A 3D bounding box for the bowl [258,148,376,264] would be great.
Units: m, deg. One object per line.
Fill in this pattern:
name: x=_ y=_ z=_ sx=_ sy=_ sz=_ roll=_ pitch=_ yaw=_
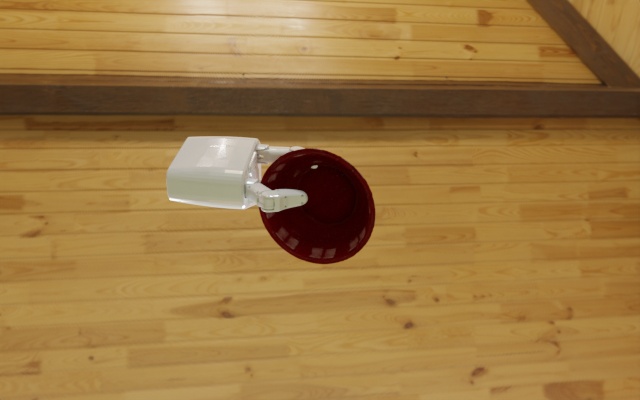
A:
bowl: x=0.001 y=0.002 z=0.643 sx=0.162 sy=0.162 sz=0.055 roll=0 pitch=20 yaw=20
